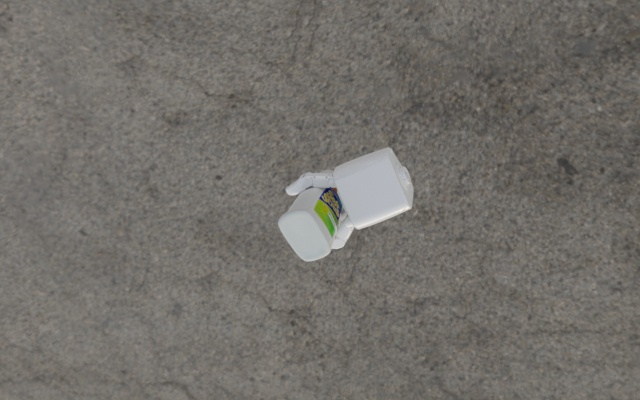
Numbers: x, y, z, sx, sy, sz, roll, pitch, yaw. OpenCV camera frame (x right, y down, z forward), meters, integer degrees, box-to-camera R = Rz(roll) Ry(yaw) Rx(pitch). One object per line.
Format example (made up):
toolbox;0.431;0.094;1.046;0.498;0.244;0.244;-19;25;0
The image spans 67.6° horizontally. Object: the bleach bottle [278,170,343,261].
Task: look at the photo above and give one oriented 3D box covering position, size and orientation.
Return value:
bleach bottle;0.000;0.003;0.894;0.068;0.102;0.250;-22;21;24
